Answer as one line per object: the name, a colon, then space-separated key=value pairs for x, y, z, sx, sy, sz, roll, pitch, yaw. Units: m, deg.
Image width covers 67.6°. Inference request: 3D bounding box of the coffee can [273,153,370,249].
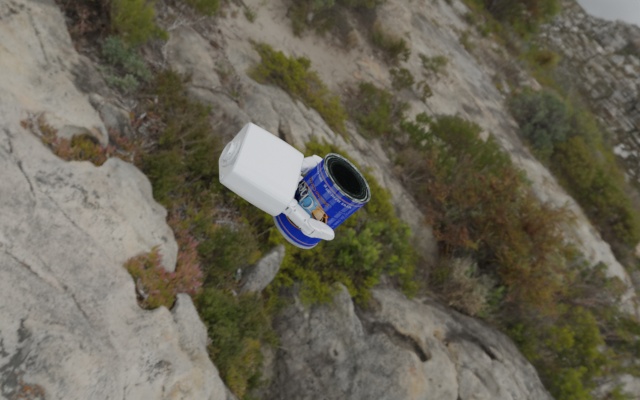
coffee can: x=0.000 y=0.003 z=0.813 sx=0.140 sy=0.102 sz=0.103 roll=-42 pitch=-24 yaw=30
